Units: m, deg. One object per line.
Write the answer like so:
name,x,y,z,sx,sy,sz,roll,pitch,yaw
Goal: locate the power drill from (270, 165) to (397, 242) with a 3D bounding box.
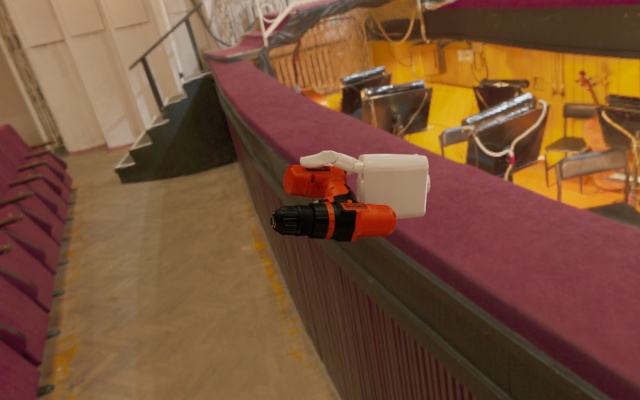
power drill,0.000,0.002,0.731,0.184,0.057,0.187,3,24,-20
